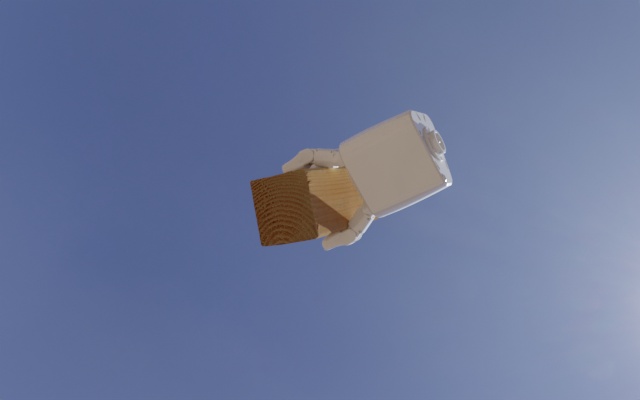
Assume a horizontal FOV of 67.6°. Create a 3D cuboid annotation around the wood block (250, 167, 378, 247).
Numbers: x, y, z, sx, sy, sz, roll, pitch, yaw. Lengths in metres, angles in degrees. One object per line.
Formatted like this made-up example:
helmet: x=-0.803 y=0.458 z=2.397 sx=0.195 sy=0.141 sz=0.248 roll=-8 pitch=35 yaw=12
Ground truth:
wood block: x=0.001 y=0.003 z=0.696 sx=0.090 sy=0.091 sz=0.206 roll=-11 pitch=-1 yaw=29
